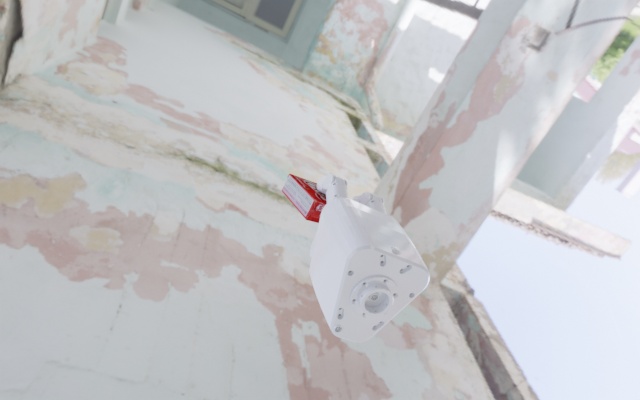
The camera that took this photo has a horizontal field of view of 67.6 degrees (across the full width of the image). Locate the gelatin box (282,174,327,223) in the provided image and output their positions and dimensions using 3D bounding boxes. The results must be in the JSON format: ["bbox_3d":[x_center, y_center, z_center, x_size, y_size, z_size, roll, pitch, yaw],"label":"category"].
[{"bbox_3d":[0.000,0.002,0.619,0.073,0.030,0.089,17,15,-33],"label":"gelatin box"}]
